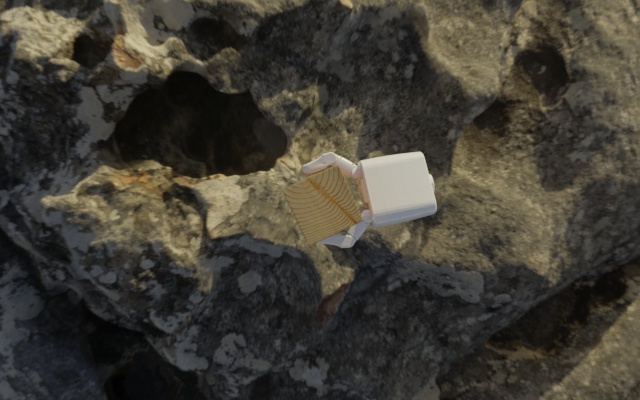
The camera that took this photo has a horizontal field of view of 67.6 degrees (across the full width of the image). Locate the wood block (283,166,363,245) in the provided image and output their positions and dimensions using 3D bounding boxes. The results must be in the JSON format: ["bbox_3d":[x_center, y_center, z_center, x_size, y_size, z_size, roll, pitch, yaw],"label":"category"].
[{"bbox_3d":[0.000,0.002,0.780,0.090,0.091,0.206,-25,3,-1],"label":"wood block"}]
